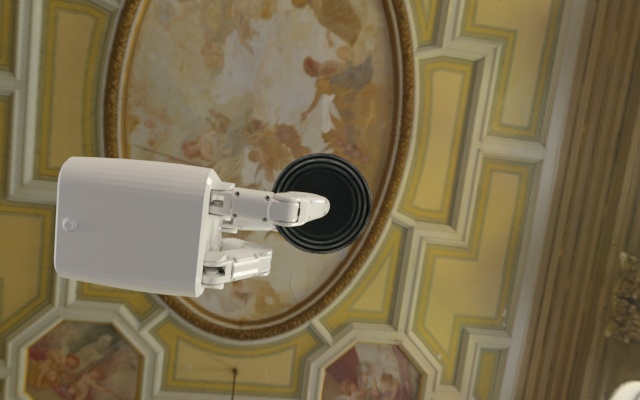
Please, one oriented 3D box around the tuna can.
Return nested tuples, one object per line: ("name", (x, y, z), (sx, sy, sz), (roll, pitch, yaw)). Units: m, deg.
("tuna can", (0.000, 0.001, 0.416), (0.086, 0.086, 0.033), (0, 7, -1))
